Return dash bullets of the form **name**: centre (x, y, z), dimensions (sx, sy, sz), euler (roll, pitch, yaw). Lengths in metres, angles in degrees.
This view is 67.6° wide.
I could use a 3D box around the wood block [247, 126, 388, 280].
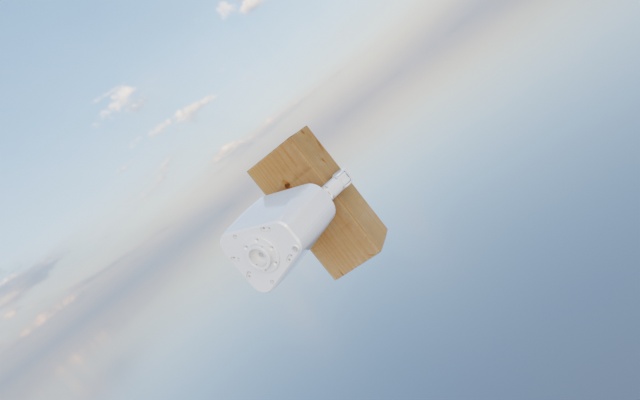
- **wood block**: centre (0.000, 0.002, 0.716), dimensions (0.091, 0.206, 0.090), euler (-36, 7, 23)
